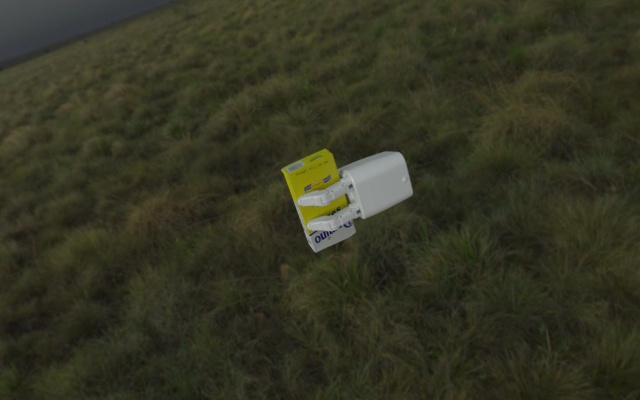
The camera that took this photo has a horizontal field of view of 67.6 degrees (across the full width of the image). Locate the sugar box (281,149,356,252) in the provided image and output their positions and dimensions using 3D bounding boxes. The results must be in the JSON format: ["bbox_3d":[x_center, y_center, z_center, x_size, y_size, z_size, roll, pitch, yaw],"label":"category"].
[{"bbox_3d":[0.000,0.003,0.893,0.093,0.176,0.048,-25,26,-10],"label":"sugar box"}]
